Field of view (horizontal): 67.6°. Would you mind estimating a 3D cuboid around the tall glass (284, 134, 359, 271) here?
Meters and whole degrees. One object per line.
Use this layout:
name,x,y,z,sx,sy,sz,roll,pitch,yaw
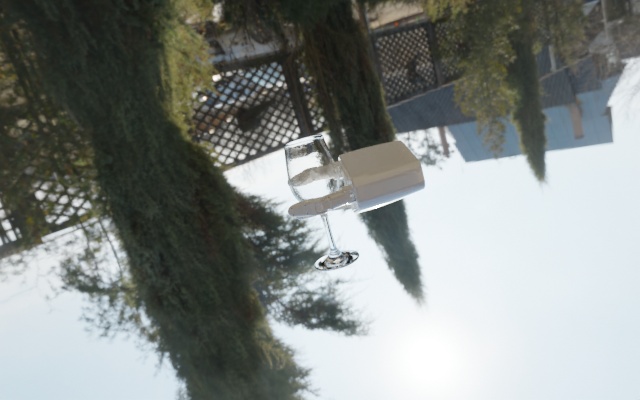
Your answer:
tall glass,0.000,0.003,0.738,0.079,0.201,0.079,-15,13,4
